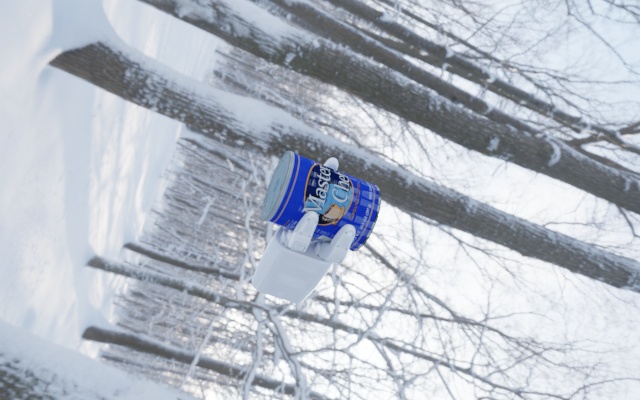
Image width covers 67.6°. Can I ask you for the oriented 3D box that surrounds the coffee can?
[{"bbox_3d":[0.000,0.002,0.678,0.140,0.103,0.103,21,-6,-16],"label":"coffee can"}]
